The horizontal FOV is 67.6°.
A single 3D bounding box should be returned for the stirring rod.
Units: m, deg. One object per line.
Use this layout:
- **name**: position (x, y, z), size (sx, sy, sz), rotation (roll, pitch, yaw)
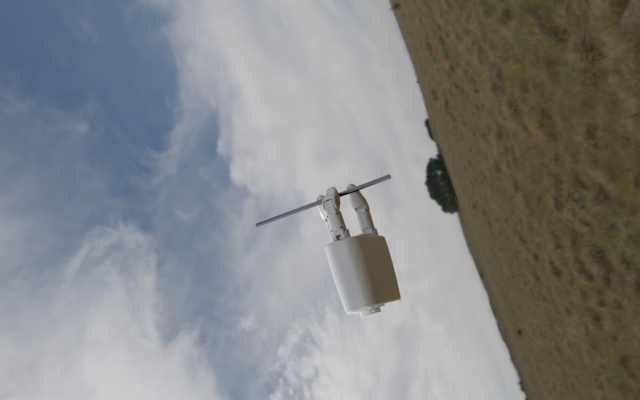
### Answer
- **stirring rod**: position (0.000, 0.003, 0.773), size (0.239, 0.011, 0.011), rotation (-20, -6, 17)
